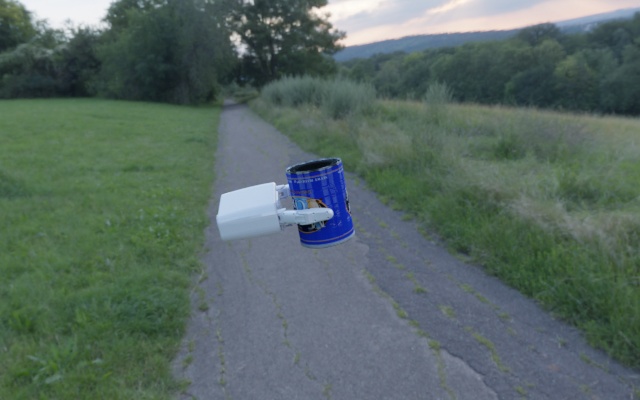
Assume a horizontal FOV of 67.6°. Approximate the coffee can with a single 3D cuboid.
[{"bbox_3d":[0.000,0.003,0.864,0.103,0.140,0.102,-10,15,3],"label":"coffee can"}]
